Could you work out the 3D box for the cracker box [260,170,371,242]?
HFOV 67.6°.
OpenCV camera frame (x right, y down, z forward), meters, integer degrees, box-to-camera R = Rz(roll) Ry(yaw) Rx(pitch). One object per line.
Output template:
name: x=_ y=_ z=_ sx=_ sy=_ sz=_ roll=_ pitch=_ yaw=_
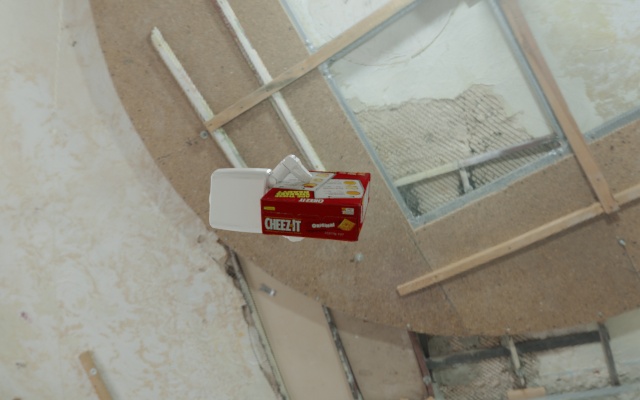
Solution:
cracker box: x=0.000 y=0.003 z=0.860 sx=0.164 sy=0.072 sz=0.213 roll=3 pitch=18 yaw=10
